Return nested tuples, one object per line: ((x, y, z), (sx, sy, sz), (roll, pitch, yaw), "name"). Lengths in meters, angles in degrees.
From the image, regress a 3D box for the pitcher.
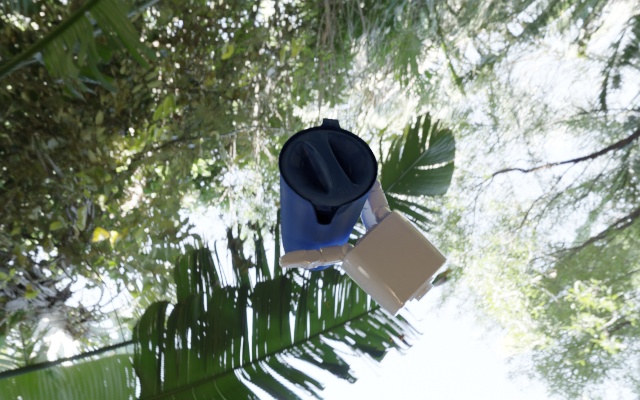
((0.000, 0.003, 0.733), (0.149, 0.145, 0.243), (-37, -21, -26), "pitcher")
